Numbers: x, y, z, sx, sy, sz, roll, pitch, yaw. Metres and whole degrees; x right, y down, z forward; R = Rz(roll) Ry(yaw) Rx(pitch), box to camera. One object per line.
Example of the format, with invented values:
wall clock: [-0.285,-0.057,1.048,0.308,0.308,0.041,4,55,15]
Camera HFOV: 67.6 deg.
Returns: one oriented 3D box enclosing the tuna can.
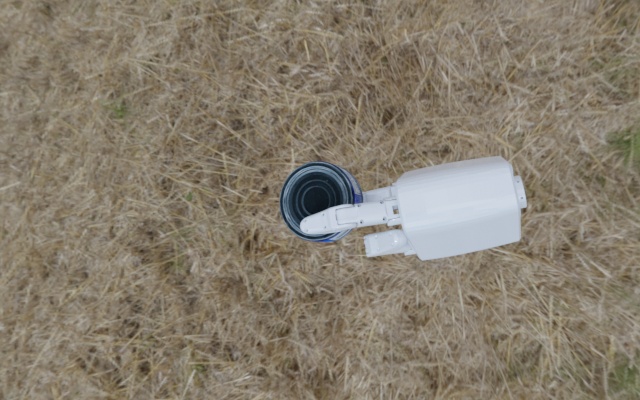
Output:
tuna can: [0.000,0.002,0.508,0.086,0.086,0.034,0,-4,22]
